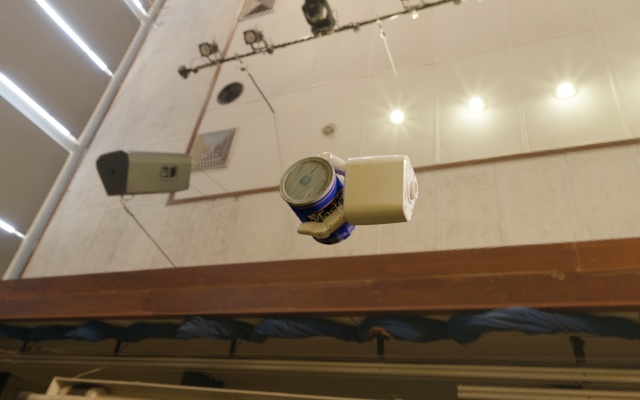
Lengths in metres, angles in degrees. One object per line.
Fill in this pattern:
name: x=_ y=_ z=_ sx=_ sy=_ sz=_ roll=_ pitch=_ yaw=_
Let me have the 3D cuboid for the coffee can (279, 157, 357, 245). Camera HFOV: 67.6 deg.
coffee can: x=0.000 y=0.003 z=0.874 sx=0.103 sy=0.102 sz=0.140 roll=0 pitch=-34 yaw=26
